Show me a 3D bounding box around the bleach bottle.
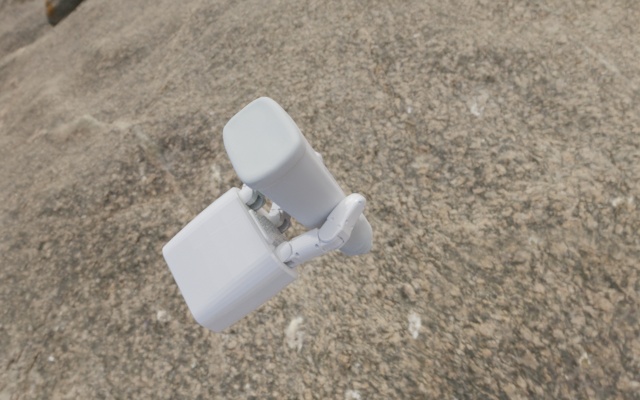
[{"bbox_3d":[0.000,0.002,0.520,0.068,0.102,0.251,-37,-42,6],"label":"bleach bottle"}]
